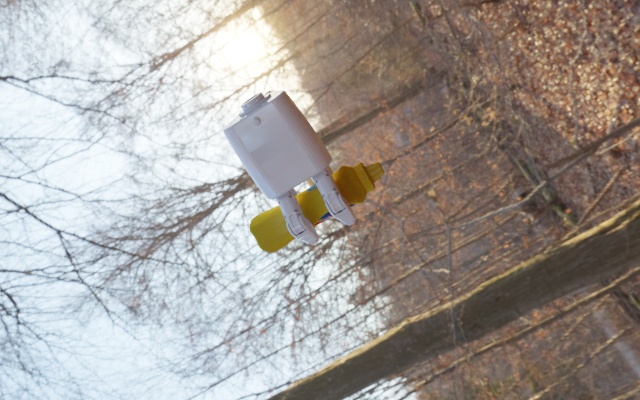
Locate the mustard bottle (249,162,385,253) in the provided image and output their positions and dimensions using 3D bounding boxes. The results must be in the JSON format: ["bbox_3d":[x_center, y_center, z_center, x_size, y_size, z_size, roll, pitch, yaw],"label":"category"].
[{"bbox_3d":[0.000,0.003,0.655,0.191,0.058,0.096,-30,-4,10],"label":"mustard bottle"}]
